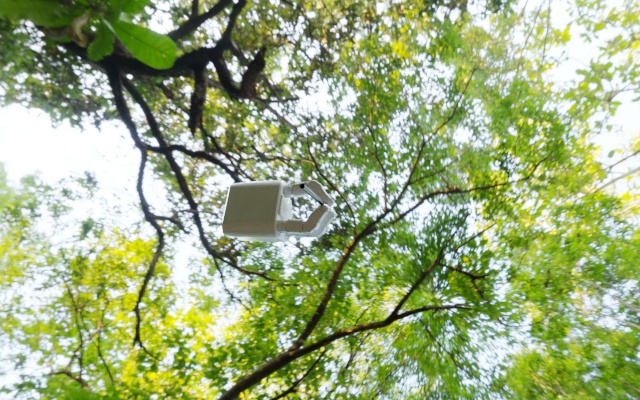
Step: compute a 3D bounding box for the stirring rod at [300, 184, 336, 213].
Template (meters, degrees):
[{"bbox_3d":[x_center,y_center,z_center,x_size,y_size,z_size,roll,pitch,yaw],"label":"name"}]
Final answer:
[{"bbox_3d":[0.000,0.003,0.826,0.011,0.011,0.239,0,-12,13],"label":"stirring rod"}]
